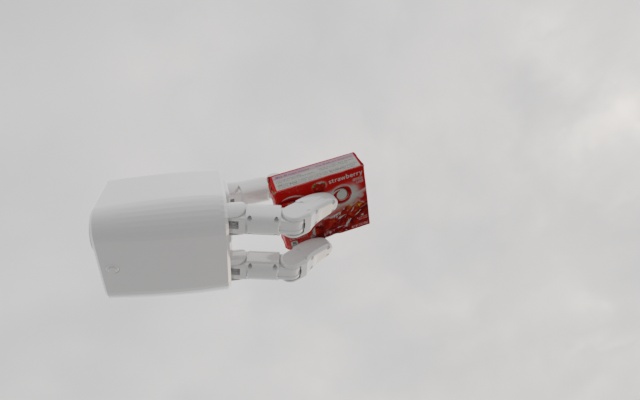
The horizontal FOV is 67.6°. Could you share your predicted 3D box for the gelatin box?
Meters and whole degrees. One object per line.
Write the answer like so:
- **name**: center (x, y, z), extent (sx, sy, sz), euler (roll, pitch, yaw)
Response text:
- **gelatin box**: center (0.000, 0.001, 0.458), extent (0.089, 0.073, 0.030), euler (-17, 39, -8)
